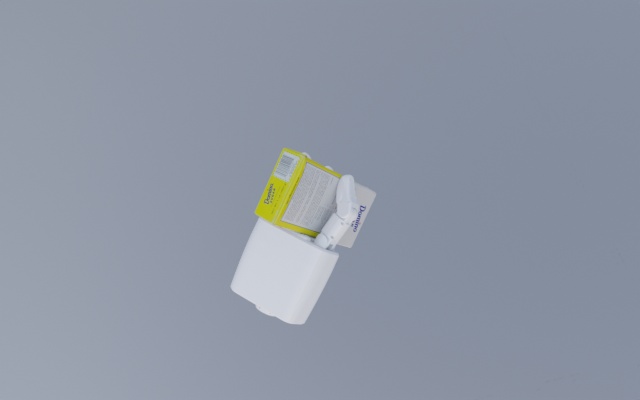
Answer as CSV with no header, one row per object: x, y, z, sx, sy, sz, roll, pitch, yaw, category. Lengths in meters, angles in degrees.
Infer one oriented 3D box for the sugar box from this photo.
0.000,0.002,0.646,0.048,0.093,0.176,26,2,36,sugar box
